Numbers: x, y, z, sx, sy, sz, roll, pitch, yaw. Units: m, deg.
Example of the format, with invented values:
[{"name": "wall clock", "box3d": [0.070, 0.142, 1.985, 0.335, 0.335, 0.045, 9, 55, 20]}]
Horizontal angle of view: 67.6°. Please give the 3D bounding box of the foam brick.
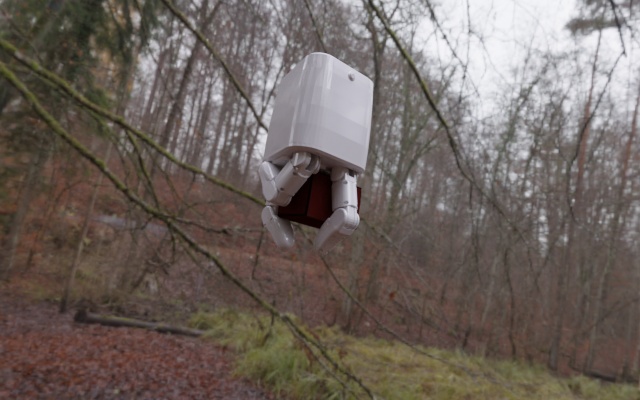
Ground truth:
[{"name": "foam brick", "box3d": [0.000, 0.002, 0.534, 0.078, 0.051, 0.053, 19, -15, -40]}]
